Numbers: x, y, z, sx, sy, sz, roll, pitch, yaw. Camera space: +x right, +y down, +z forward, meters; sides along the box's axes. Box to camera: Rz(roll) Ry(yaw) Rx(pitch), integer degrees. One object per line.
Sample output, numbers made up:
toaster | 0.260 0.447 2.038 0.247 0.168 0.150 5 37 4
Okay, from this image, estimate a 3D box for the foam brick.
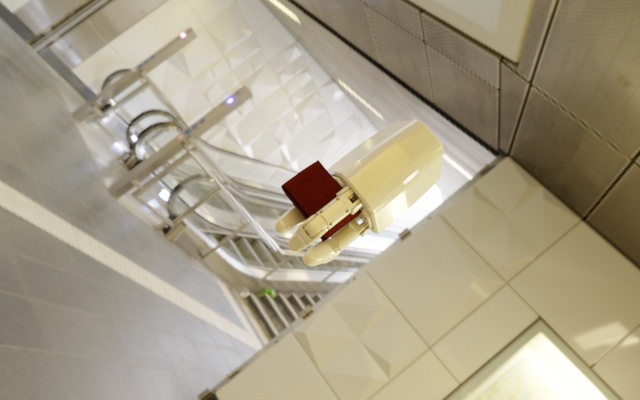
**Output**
foam brick | 0.000 0.002 0.543 0.051 0.078 0.053 -38 -5 -5
